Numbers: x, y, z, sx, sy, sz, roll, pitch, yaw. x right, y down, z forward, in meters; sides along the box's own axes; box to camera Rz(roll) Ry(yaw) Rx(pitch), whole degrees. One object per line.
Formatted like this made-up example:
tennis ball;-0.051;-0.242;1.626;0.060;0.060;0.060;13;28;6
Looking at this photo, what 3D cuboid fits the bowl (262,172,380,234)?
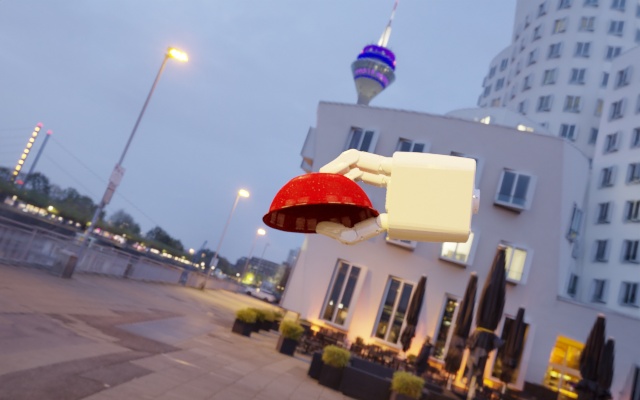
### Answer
bowl;-0.001;0.002;0.663;0.162;0.055;0.162;-2;-17;-1
